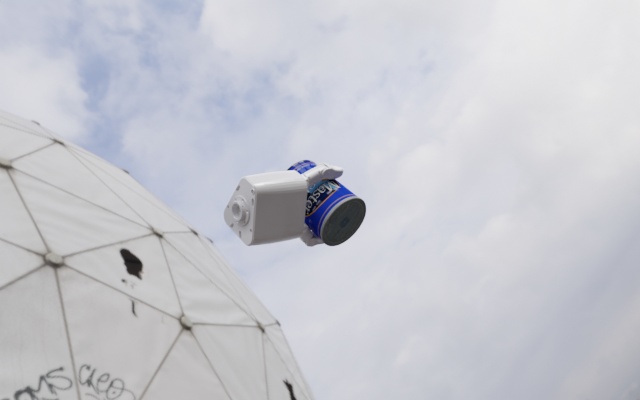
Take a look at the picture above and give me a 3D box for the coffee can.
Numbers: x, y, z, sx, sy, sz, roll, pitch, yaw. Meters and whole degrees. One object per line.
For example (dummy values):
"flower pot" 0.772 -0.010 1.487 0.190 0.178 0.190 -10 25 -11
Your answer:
"coffee can" 0.000 0.003 0.880 0.103 0.103 0.140 0 32 -47
